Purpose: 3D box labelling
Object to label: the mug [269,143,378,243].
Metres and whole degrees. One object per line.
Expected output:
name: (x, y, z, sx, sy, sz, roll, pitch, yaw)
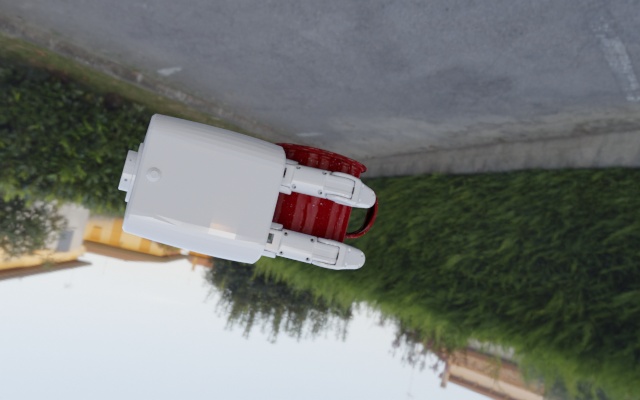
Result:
mug: (0.001, 0.002, 0.454, 0.117, 0.081, 0.093, 16, -4, -22)
